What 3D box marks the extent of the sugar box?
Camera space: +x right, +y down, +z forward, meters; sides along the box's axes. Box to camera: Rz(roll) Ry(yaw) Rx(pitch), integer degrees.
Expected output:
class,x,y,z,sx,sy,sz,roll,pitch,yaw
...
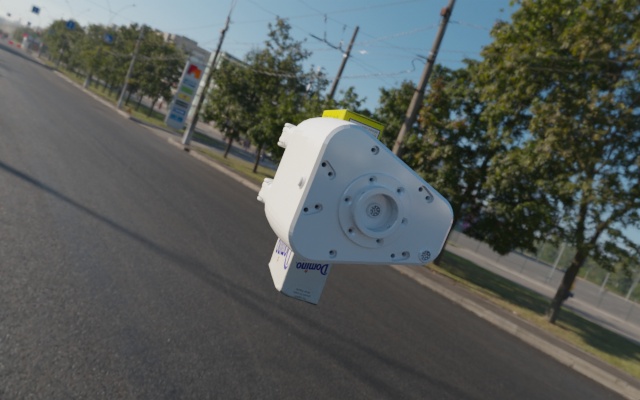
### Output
class,x,y,z,sx,sy,sz,roll,pitch,yaw
sugar box,0.000,0.001,0.466,0.048,0.176,0.093,21,4,-14
